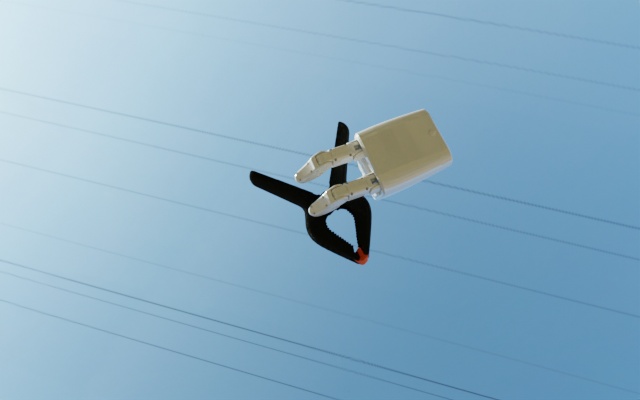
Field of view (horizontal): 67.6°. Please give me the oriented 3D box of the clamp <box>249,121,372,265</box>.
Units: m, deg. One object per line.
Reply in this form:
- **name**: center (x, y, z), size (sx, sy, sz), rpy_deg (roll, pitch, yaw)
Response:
- **clamp**: center (0.001, 0.003, 0.680), size (0.164, 0.210, 0.036), rpy_deg (-24, -21, 0)
